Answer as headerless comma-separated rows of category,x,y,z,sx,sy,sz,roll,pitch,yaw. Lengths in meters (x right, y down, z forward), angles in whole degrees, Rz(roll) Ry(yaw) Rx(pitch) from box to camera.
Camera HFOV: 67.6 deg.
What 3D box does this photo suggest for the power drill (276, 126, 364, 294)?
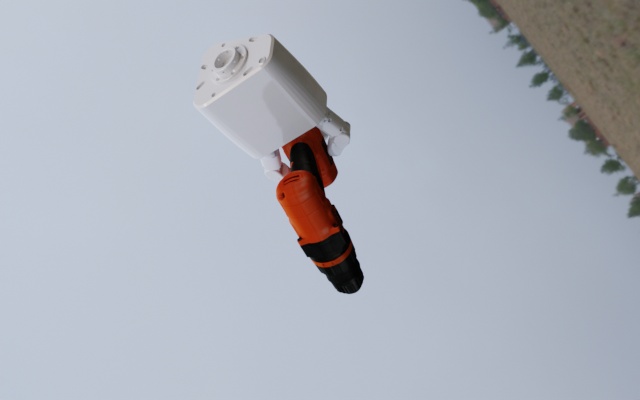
power drill,0.000,0.001,0.589,0.057,0.185,0.187,-21,38,7
